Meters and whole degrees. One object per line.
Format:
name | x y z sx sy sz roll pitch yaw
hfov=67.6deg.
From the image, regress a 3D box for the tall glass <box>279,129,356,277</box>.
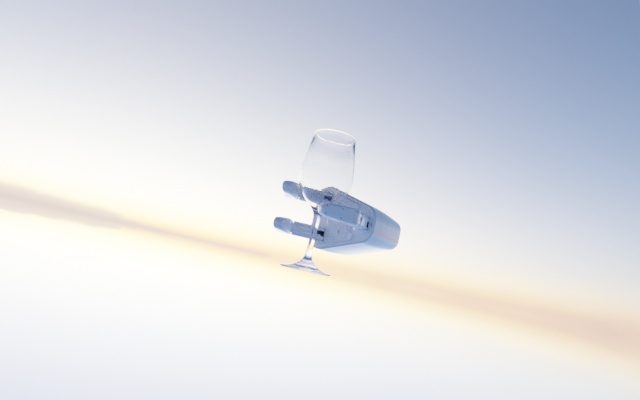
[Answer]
tall glass | 0.000 0.003 0.681 0.079 0.201 0.079 13 -8 2
